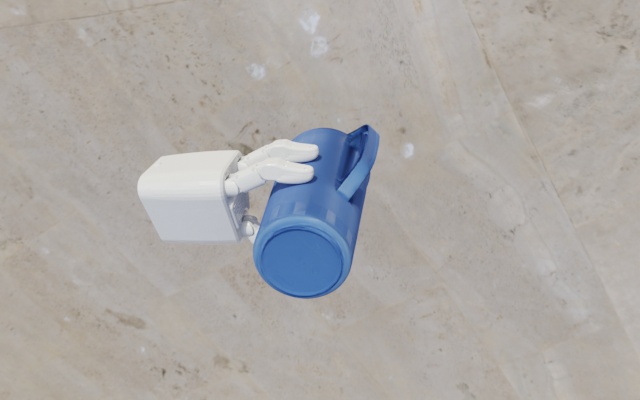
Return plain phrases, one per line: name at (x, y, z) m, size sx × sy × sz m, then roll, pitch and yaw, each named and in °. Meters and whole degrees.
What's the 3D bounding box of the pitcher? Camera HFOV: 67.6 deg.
pitcher at (0.000, 0.002, 0.602) m, size 0.145 × 0.149 × 0.242 m, roll 1°, pitch 28°, yaw 7°
